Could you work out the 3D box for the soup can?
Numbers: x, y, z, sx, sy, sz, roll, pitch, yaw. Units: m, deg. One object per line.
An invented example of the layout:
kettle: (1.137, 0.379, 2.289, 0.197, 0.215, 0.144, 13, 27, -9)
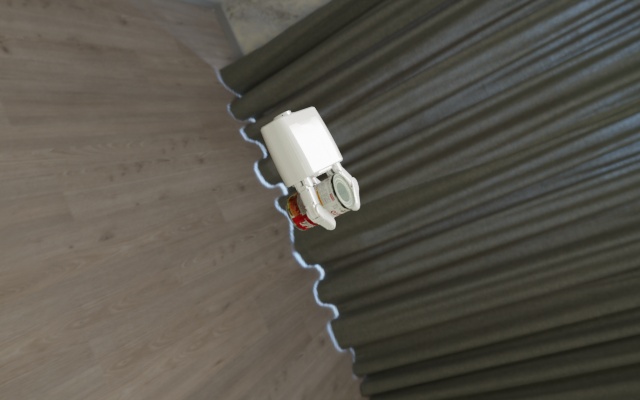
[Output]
soup can: (0.001, 0.003, 0.821, 0.102, 0.068, 0.068, -25, -13, 29)
